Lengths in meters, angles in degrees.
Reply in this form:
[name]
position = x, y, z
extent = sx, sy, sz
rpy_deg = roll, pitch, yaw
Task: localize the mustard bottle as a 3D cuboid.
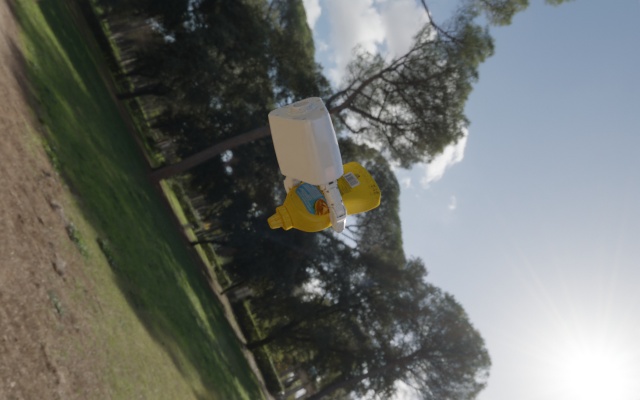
[mustard bottle]
position = 0.000, 0.003, 0.819
extent = 0.191, 0.096, 0.058
rpy_deg = -23, -36, -16
